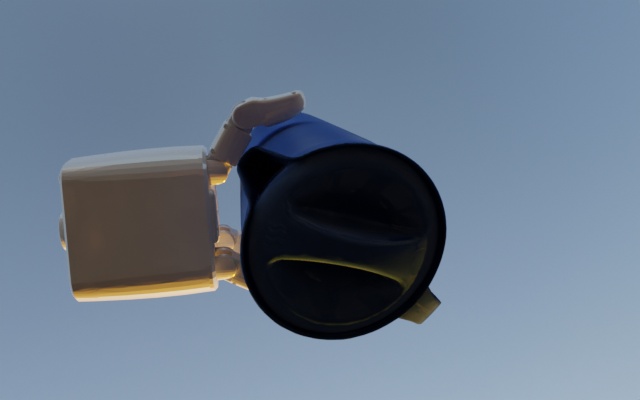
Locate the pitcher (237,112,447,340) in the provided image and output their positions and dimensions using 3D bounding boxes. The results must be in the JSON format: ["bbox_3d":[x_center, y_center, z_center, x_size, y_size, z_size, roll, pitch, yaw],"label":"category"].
[{"bbox_3d":[0.000,0.001,0.405,0.145,0.149,0.242,-6,19,-11],"label":"pitcher"}]
